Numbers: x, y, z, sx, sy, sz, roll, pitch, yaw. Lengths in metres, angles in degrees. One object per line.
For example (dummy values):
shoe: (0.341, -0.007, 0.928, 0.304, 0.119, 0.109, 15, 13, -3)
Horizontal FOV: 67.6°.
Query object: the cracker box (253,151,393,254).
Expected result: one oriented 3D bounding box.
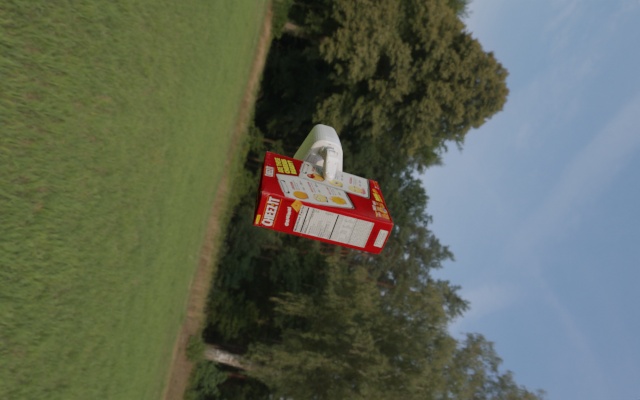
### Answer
cracker box: (0.000, 0.003, 0.807, 0.214, 0.072, 0.164, 14, 25, -10)
